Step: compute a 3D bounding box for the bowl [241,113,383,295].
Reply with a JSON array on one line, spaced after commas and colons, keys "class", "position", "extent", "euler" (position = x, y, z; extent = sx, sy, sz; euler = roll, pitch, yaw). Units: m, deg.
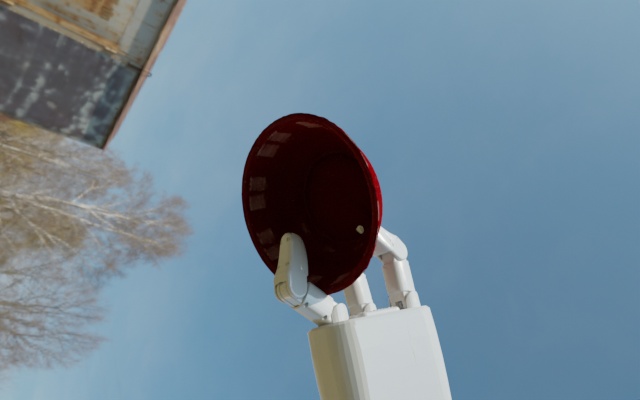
[{"class": "bowl", "position": [0.000, 0.000, 0.438], "extent": [0.162, 0.162, 0.055], "euler": [0, 9, 41]}]
